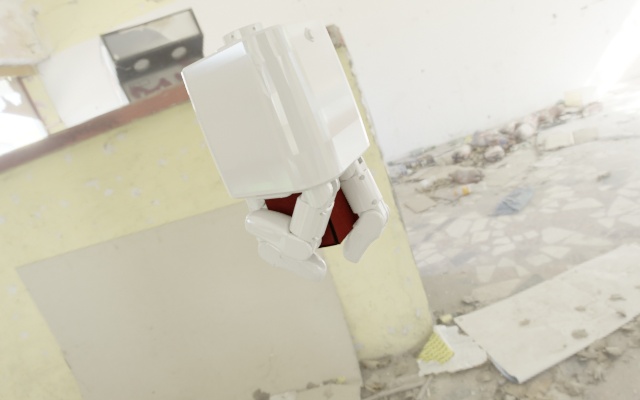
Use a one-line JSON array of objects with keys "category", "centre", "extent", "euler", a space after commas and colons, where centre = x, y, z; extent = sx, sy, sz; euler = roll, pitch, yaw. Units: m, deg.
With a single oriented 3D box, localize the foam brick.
[{"category": "foam brick", "centre": [0.000, 0.001, 0.402], "extent": [0.053, 0.051, 0.078], "euler": [-12, 17, 29]}]
